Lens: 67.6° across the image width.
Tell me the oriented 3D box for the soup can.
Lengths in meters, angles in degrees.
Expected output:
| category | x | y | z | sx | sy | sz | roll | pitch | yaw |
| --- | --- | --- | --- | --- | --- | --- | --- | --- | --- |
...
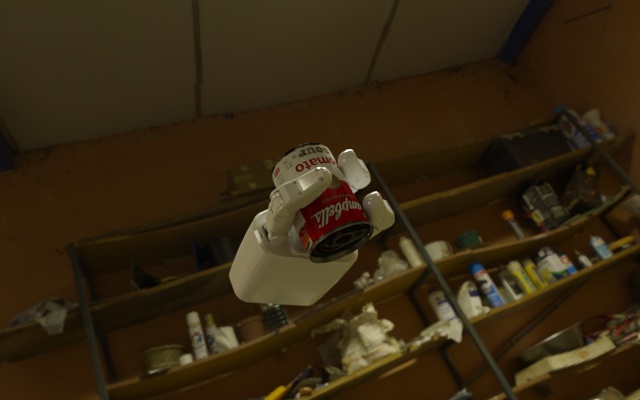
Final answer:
| category | x | y | z | sx | sy | sz | roll | pitch | yaw |
| --- | --- | --- | --- | --- | --- | --- | --- | --- | --- |
| soup can | 0.000 | 0.001 | 0.475 | 0.068 | 0.102 | 0.068 | -21 | -28 | -12 |
